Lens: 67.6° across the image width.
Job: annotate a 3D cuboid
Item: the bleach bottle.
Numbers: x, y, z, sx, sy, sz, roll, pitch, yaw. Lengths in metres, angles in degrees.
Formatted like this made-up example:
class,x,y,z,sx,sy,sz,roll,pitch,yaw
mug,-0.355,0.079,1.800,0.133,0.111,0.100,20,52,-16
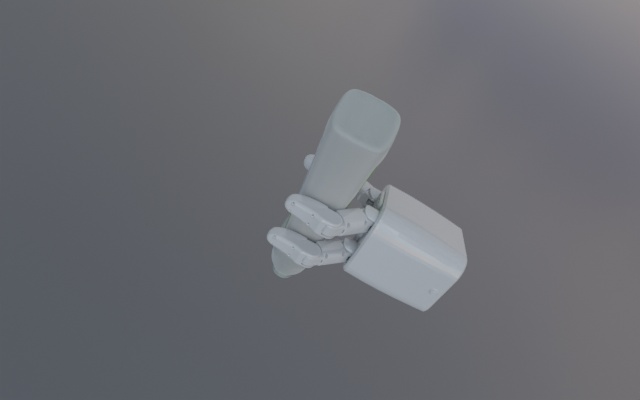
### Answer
class,x,y,z,sx,sy,sz,roll,pitch,yaw
bleach bottle,0.000,0.002,0.550,0.068,0.251,0.102,29,41,-1
